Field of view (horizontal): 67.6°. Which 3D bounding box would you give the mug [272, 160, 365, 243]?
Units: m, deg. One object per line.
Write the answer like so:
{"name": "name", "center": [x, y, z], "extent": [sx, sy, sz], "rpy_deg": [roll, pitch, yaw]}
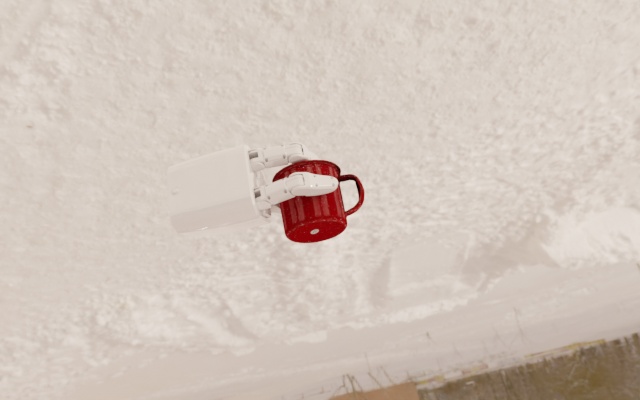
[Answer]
{"name": "mug", "center": [0.002, 0.002, 0.619], "extent": [0.117, 0.081, 0.093], "rpy_deg": [-14, -24, 6]}
